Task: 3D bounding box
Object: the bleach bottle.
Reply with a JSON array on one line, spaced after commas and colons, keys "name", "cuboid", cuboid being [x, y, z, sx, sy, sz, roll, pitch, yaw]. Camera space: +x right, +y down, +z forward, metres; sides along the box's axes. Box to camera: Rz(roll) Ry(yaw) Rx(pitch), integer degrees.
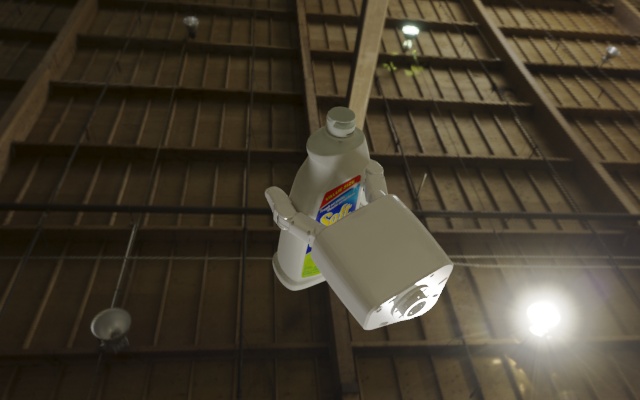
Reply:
[{"name": "bleach bottle", "cuboid": [0.000, 0.002, 0.577, 0.102, 0.251, 0.068, -17, 50, -25]}]
